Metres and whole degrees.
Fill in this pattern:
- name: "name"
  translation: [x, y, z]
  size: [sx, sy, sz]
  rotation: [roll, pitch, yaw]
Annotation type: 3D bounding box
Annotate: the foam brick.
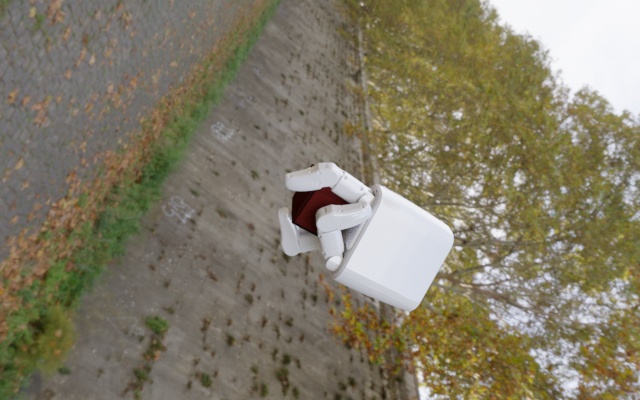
- name: "foam brick"
  translation: [0.000, 0.002, 0.566]
  size: [0.051, 0.053, 0.078]
  rotation: [27, 21, -14]
